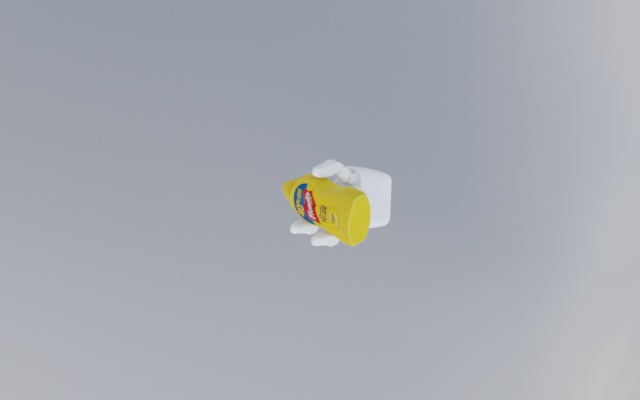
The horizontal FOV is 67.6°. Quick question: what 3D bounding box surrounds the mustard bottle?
[{"bbox_3d":[0.000,0.003,0.847,0.058,0.096,0.191,-28,38,-36],"label":"mustard bottle"}]
